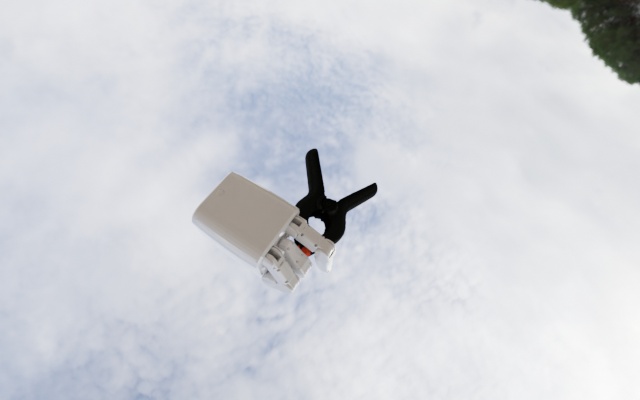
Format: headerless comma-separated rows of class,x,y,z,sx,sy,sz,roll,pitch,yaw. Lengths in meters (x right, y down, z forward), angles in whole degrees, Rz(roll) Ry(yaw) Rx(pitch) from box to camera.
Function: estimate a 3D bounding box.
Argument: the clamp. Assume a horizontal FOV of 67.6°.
clamp,0.000,0.003,0.684,0.120,0.171,0.039,33,-36,5
